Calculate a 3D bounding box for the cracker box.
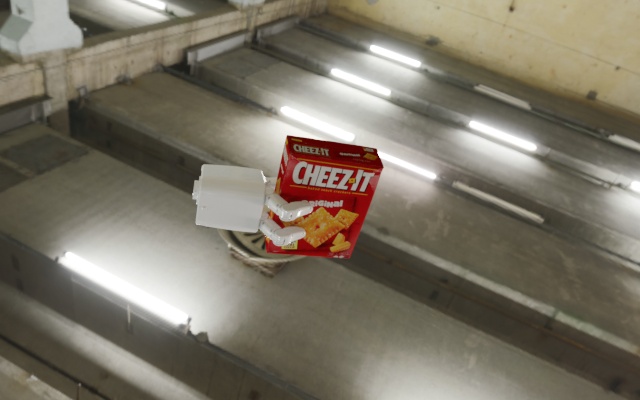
[{"bbox_3d":[0.000,0.003,0.847,0.164,0.214,0.072,6,36,-15],"label":"cracker box"}]
